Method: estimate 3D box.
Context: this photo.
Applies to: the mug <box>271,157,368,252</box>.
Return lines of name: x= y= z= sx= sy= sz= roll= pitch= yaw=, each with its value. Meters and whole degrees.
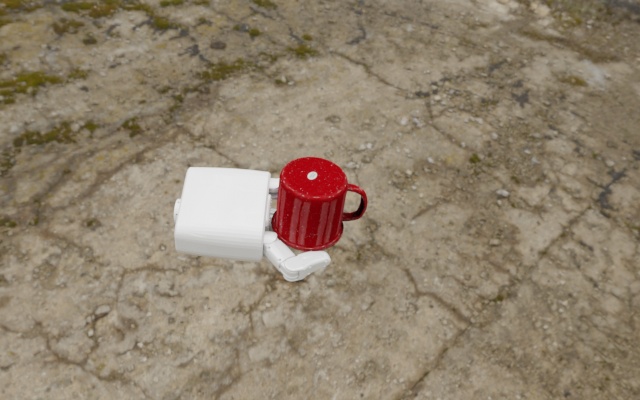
mug: x=0.002 y=0.002 z=0.584 sx=0.117 sy=0.082 sz=0.093 roll=3 pitch=42 yaw=-6
